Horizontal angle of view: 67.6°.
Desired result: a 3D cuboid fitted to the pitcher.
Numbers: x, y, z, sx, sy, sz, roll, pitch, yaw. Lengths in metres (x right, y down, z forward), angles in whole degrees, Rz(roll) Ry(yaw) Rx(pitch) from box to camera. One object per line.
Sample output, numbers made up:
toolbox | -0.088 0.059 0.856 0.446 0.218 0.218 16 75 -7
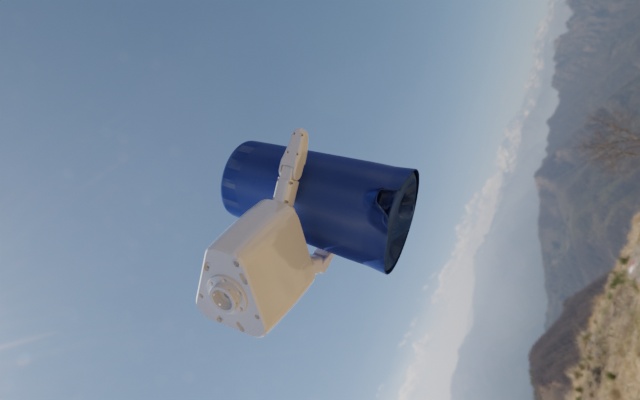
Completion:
pitcher | 0.000 0.002 0.630 0.243 0.149 0.145 16 32 21
